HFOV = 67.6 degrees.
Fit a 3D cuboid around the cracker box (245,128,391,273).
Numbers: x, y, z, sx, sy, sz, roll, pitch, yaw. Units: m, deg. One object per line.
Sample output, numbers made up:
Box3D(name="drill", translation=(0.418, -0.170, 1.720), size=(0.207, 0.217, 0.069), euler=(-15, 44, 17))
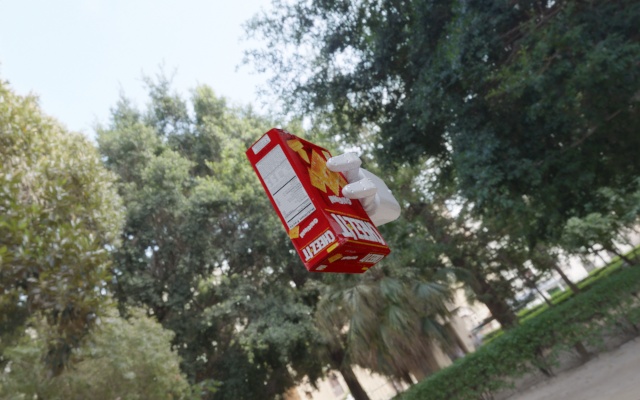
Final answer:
Box3D(name="cracker box", translation=(0.000, 0.002, 0.723), size=(0.072, 0.213, 0.164), euler=(-40, -26, 20))
